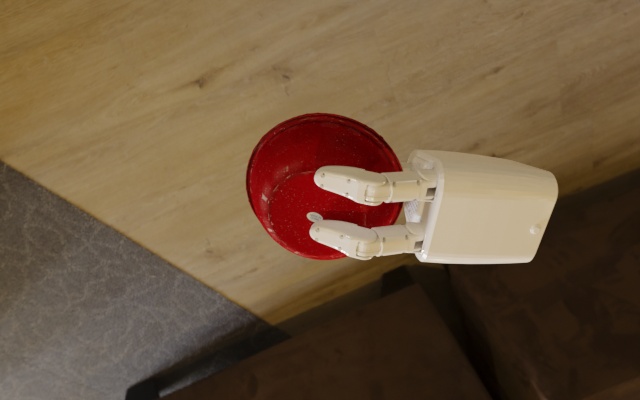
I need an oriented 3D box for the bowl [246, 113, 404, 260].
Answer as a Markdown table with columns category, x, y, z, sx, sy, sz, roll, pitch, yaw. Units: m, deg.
| category | x | y | z | sx | sy | sz | roll | pitch | yaw |
| --- | --- | --- | --- | --- | --- | --- | --- | --- | --- |
| bowl | -0.001 | 0.002 | 0.458 | 0.162 | 0.162 | 0.055 | 0 | 29 | 9 |
